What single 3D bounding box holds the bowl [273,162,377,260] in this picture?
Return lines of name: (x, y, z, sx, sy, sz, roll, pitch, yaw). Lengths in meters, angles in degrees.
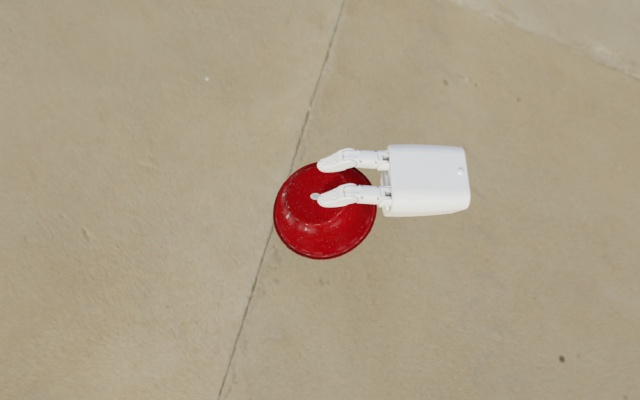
bowl: (-0.001, 0.003, 0.700, 0.162, 0.162, 0.055, 0, -22, 13)
